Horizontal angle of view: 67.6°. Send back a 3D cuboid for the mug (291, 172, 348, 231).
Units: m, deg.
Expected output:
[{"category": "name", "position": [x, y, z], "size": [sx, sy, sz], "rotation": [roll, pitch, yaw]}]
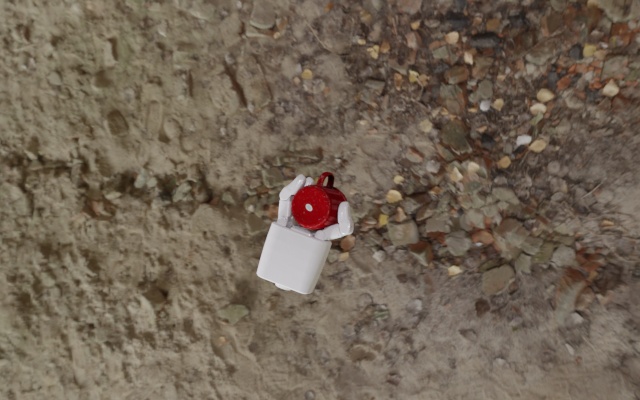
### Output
[{"category": "mug", "position": [0.001, 0.002, 0.899], "size": [0.093, 0.117, 0.081], "rotation": [19, 3, 23]}]
